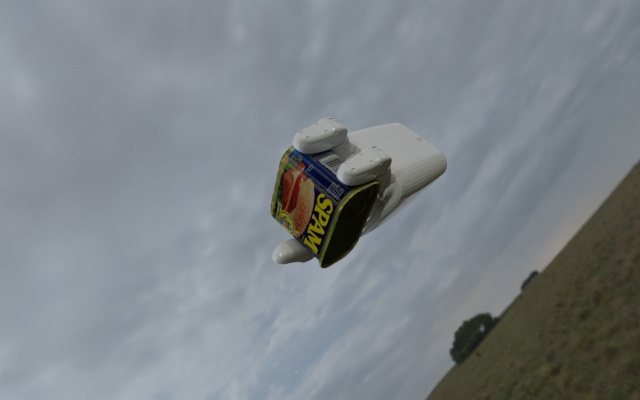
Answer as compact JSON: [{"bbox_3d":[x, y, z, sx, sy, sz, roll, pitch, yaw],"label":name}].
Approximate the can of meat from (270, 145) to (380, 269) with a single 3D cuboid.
[{"bbox_3d":[0.000,0.001,0.473,0.057,0.102,0.084,-26,56,-40],"label":"can of meat"}]
